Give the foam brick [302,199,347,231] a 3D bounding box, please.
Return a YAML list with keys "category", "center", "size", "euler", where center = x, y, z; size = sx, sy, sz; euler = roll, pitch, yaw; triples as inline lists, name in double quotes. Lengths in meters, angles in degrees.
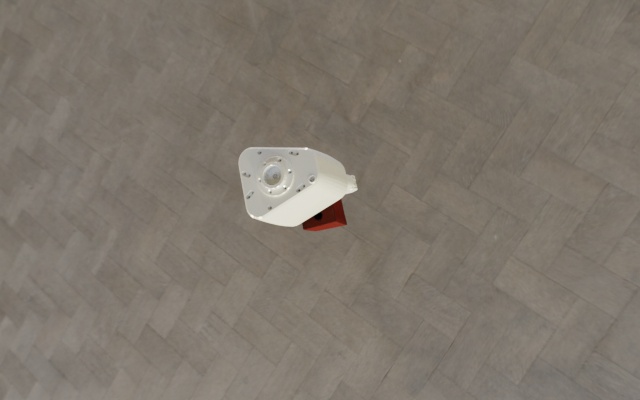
- category: "foam brick"
  center: [0.000, 0.003, 0.694]
  size: [0.053, 0.078, 0.051]
  euler: [-15, -10, 18]
